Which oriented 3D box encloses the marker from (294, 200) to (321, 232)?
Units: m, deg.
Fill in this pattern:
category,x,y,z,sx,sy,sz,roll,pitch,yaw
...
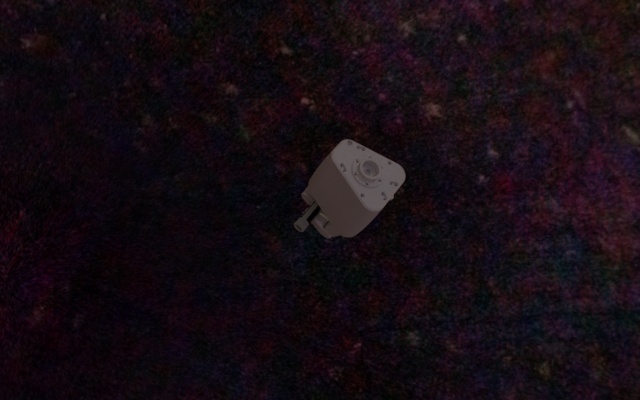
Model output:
category,x,y,z,sx,sy,sz,roll,pitch,yaw
marker,0.000,0.003,0.769,0.020,0.020,0.121,0,42,50
